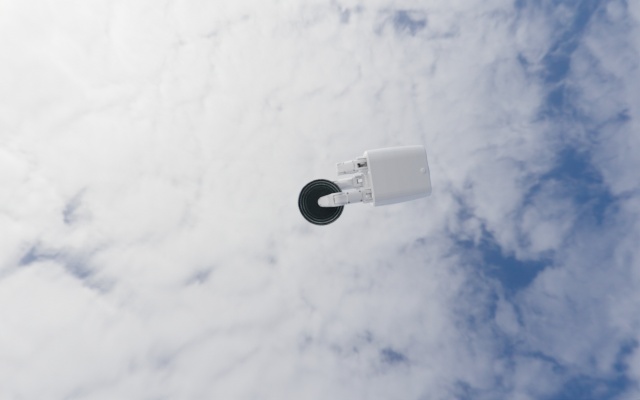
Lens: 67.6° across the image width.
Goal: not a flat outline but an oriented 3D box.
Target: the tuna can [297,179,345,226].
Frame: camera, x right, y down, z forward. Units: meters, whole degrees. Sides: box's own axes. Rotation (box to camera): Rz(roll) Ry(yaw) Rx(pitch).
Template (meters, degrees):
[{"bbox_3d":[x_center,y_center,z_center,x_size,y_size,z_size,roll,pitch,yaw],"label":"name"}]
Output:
[{"bbox_3d":[0.000,0.003,0.881,0.086,0.086,0.034,0,2,-6],"label":"tuna can"}]
